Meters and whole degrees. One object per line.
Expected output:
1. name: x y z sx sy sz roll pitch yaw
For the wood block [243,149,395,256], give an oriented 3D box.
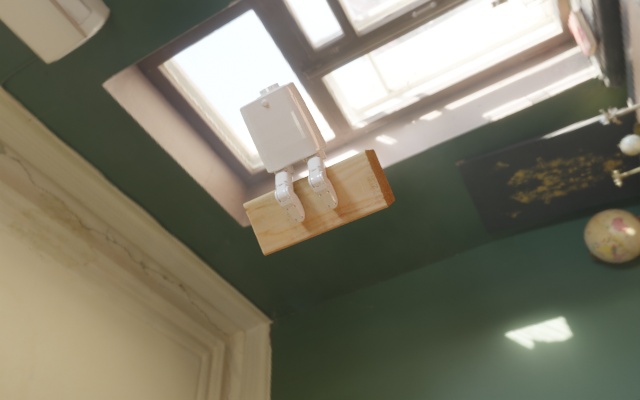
1. wood block: 0.000 0.002 0.743 0.206 0.090 0.091 -23 1 17
